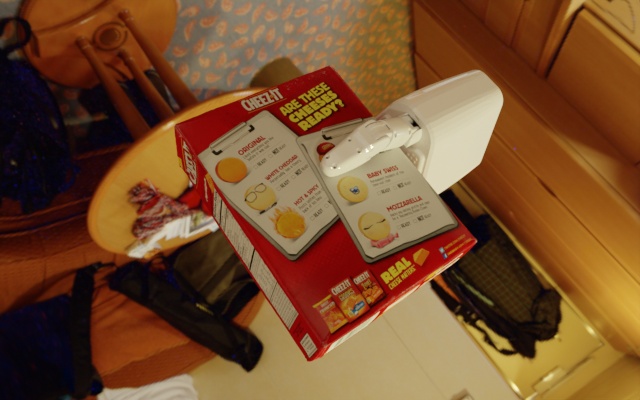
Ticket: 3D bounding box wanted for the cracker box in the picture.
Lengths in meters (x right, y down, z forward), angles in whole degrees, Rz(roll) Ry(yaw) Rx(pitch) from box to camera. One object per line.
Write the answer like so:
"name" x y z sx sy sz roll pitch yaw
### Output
"cracker box" 0.000 0.001 0.414 0.164 0.213 0.072 -28 -19 -27
